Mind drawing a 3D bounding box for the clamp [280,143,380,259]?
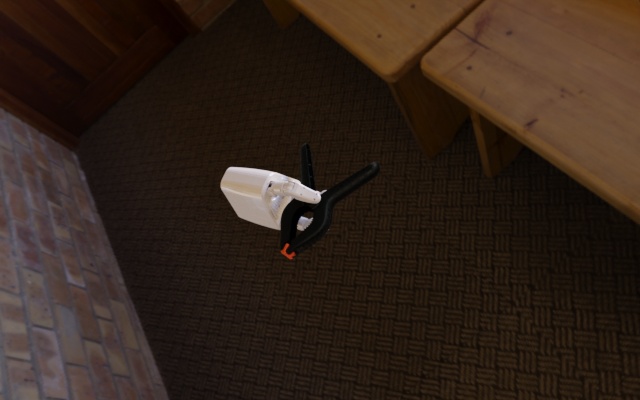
[{"bbox_3d":[-0.001,0.003,0.801,0.164,0.210,0.036,11,-20,33],"label":"clamp"}]
